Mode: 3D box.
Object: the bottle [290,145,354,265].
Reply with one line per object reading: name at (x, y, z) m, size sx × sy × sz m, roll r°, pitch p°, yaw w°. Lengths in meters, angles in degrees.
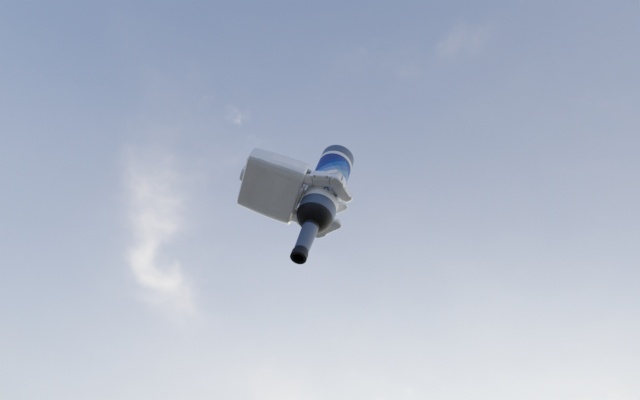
bottle at (0.000, 0.003, 0.858) m, size 0.069 × 0.069 × 0.295 m, roll 0°, pitch 37°, yaw 17°
